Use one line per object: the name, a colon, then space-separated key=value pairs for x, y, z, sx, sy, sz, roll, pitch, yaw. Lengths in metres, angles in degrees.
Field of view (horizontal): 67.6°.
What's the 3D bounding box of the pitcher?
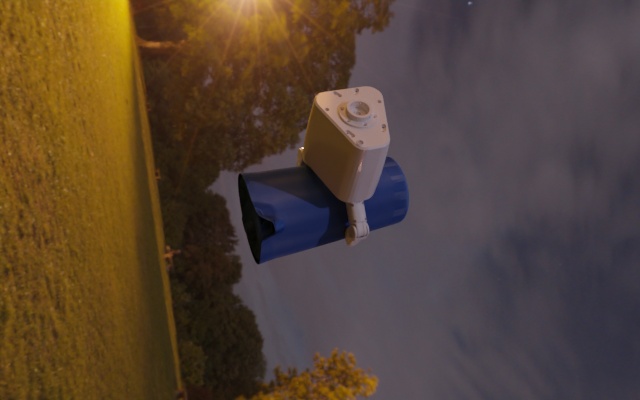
pitcher: x=0.000 y=0.002 z=0.726 sx=0.243 sy=0.149 sz=0.145 roll=-11 pitch=-34 yaw=-17
